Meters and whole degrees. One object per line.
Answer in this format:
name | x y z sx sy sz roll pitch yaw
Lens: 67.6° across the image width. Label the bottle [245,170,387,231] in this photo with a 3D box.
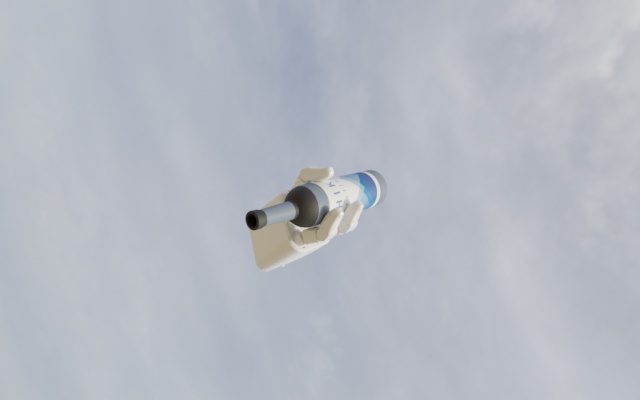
bottle | 0.000 0.002 0.756 0.069 0.069 0.295 0 10 40
